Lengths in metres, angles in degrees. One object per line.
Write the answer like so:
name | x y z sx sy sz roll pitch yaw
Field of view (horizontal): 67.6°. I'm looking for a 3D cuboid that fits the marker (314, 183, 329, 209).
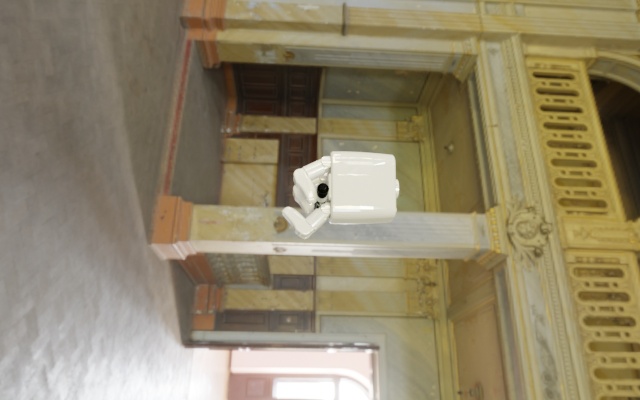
marker | 0.000 0.003 0.776 0.020 0.020 0.121 0 -23 -5
